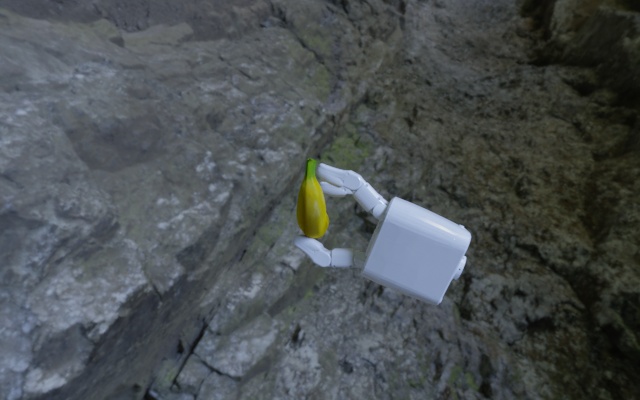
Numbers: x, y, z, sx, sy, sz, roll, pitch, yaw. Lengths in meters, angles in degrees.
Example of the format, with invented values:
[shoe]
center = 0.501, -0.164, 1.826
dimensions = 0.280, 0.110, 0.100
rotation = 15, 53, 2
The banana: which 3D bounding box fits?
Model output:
[banana]
center = -0.006, 0.017, 0.643
dimensions = 0.037, 0.069, 0.198
rotation = 17, -19, 8
